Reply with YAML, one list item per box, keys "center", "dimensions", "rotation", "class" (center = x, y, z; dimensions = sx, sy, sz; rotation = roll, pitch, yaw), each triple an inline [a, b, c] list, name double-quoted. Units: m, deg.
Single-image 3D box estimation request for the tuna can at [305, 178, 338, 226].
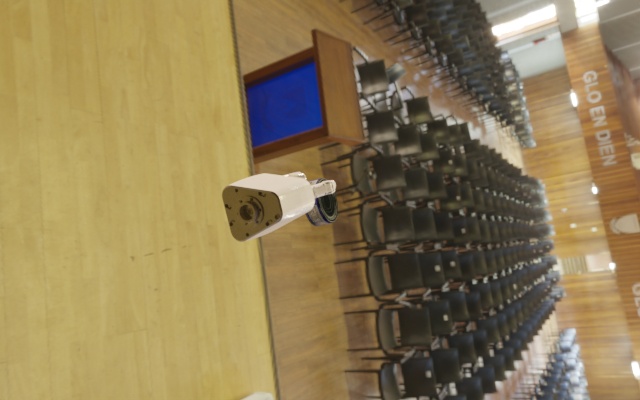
- center: [0.001, 0.003, 0.884]
  dimensions: [0.034, 0.086, 0.086]
  rotation: [-13, -6, 25]
  class: "tuna can"
